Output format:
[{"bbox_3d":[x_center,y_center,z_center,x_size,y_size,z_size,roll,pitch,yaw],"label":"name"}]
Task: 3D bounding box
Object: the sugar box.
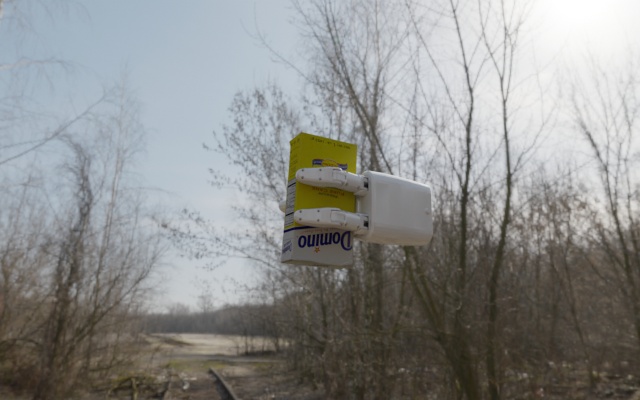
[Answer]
[{"bbox_3d":[0.000,0.002,0.658,0.093,0.176,0.048,9,-17,-25],"label":"sugar box"}]
